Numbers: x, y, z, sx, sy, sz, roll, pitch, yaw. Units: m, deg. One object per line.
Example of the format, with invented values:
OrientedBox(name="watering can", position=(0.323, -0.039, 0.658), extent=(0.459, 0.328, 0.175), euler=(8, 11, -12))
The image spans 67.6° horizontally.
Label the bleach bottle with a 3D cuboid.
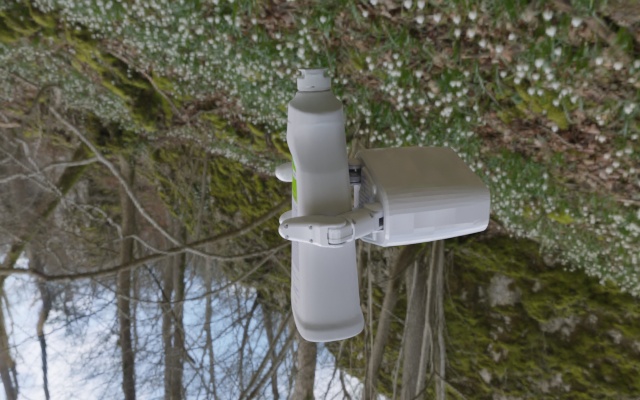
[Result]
OrientedBox(name="bleach bottle", position=(0.000, 0.002, 0.464), extent=(0.068, 0.251, 0.102), euler=(-6, 18, -11))
